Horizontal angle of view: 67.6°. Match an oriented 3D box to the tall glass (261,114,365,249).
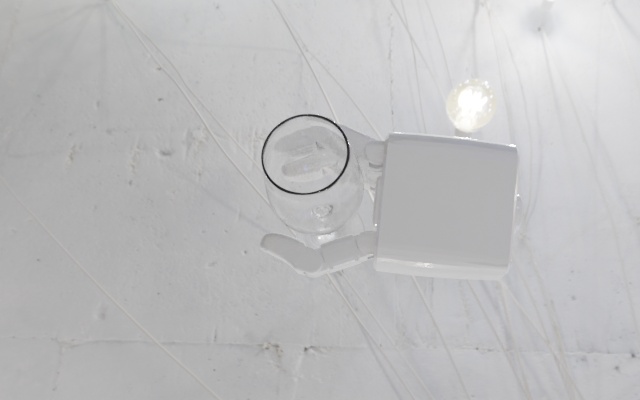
[{"bbox_3d":[0.000,0.002,0.418,0.079,0.079,0.201,0,-20,7],"label":"tall glass"}]
